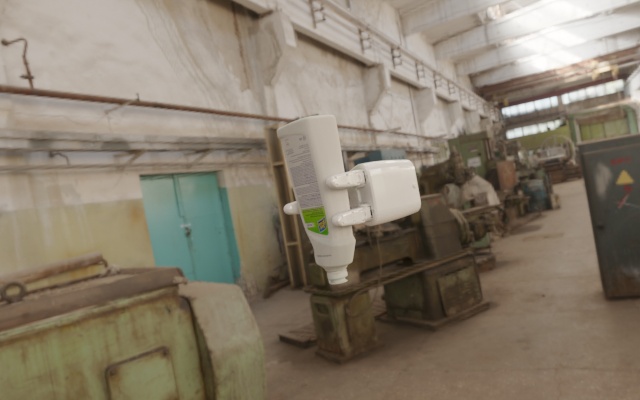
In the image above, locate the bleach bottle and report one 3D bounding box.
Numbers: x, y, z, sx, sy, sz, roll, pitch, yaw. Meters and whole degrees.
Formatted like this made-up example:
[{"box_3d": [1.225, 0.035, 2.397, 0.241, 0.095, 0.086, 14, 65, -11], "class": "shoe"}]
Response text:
[{"box_3d": [0.000, 0.002, 0.734, 0.068, 0.251, 0.102, -11, 1, -35], "class": "bleach bottle"}]
